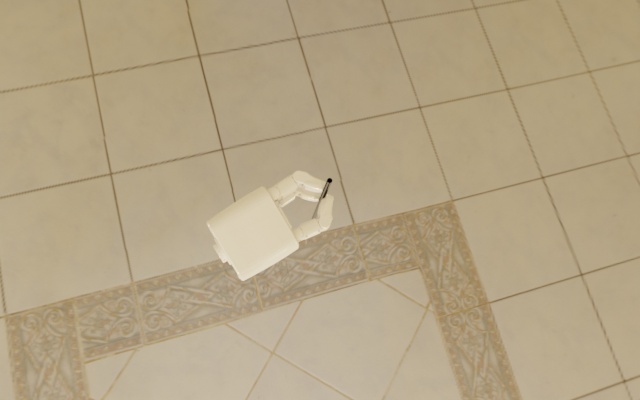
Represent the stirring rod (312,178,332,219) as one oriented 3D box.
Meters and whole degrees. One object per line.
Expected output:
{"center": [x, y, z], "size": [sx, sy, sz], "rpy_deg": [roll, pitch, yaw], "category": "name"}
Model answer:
{"center": [0.000, 0.003, 0.820], "size": [0.011, 0.011, 0.239], "rpy_deg": [0, -16, -7], "category": "stirring rod"}
